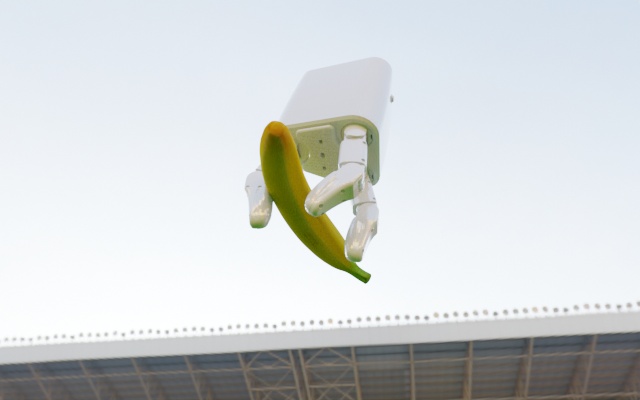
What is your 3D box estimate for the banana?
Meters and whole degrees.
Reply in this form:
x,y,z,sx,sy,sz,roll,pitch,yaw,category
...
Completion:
x,y,z,sx,sy,sz,roll,pitch,yaw,category
-0.013,0.003,0.451,0.069,0.037,0.198,3,-42,41,banana
